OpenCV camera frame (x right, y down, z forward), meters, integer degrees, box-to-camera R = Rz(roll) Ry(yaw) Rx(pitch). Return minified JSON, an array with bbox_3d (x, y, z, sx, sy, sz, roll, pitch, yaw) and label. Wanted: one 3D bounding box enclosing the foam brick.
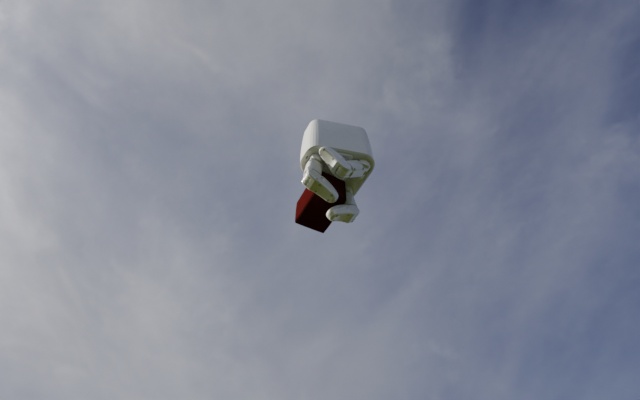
[{"bbox_3d":[0.000,0.003,0.759,0.053,0.078,0.051,24,32,-17],"label":"foam brick"}]
